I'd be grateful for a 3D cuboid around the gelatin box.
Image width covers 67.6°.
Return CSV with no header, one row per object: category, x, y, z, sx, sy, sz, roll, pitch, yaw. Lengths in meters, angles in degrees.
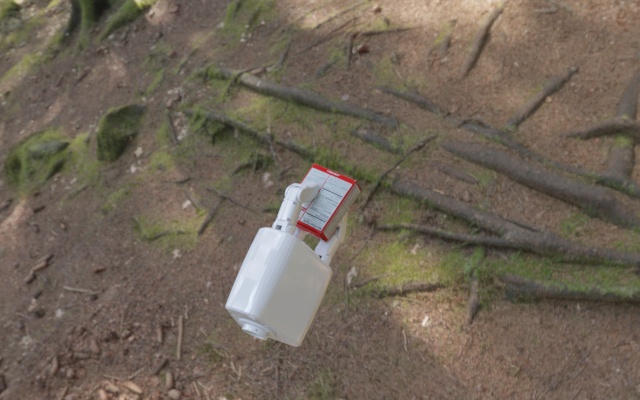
gelatin box,0.000,0.002,0.643,0.073,0.089,0.030,25,-17,32
